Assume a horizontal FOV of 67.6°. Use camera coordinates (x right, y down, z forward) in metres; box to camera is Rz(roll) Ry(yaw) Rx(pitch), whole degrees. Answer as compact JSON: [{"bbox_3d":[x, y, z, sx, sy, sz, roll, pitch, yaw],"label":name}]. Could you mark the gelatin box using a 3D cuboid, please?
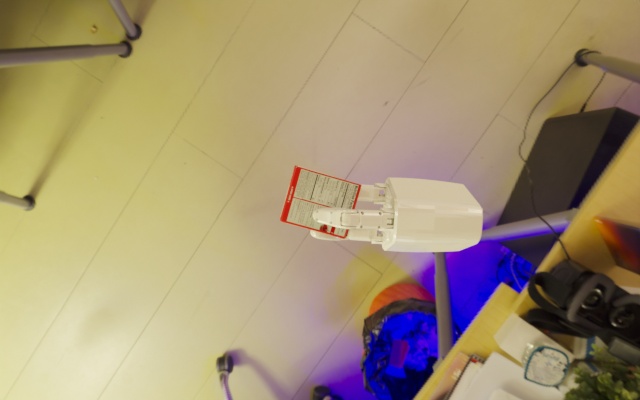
[{"bbox_3d":[0.000,0.002,0.610,0.089,0.073,0.030,15,5,-5],"label":"gelatin box"}]
